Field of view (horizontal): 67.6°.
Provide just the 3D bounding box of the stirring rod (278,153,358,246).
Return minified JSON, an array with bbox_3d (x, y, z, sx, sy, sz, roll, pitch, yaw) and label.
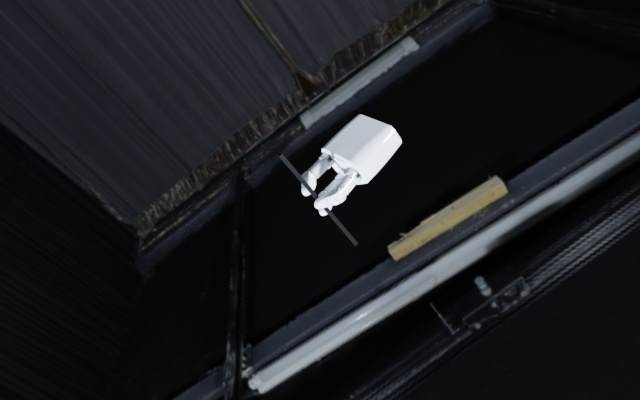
[{"bbox_3d":[0.000,0.003,0.870,0.011,0.011,0.240,0,-43,51],"label":"stirring rod"}]
